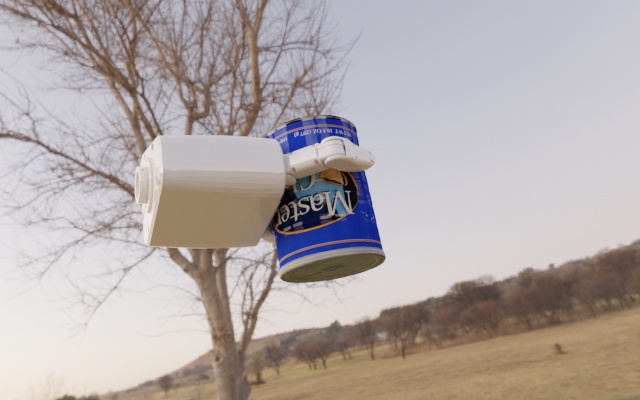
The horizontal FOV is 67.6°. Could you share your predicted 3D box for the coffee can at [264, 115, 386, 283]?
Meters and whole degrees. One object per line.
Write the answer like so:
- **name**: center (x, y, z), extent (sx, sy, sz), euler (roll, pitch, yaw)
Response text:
- **coffee can**: center (0.000, 0.002, 0.477), extent (0.103, 0.140, 0.103), euler (-9, -20, -3)
